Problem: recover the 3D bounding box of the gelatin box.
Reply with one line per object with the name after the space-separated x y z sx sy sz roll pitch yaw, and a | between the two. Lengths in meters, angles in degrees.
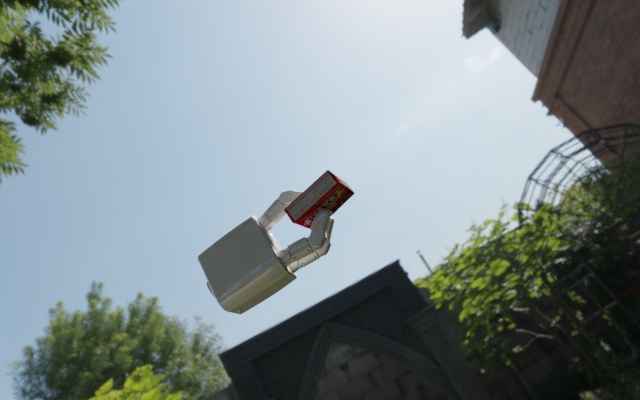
0.000 0.002 0.701 0.089 0.030 0.073 -43 -24 9 | gelatin box
